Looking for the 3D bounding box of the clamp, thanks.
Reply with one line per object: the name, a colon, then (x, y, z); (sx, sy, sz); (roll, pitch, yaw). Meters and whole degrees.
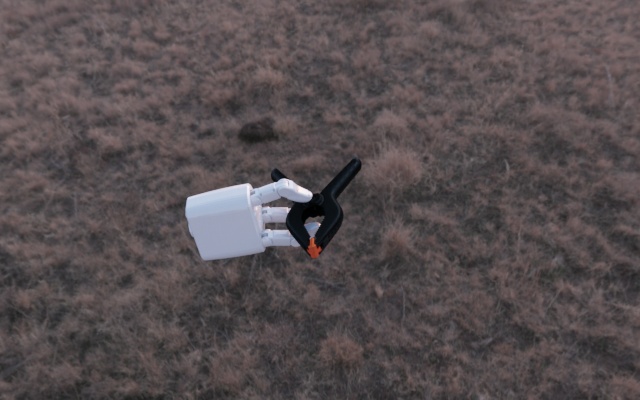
clamp: (0.000, 0.002, 0.796); (0.164, 0.036, 0.209); (-13, 44, 4)
